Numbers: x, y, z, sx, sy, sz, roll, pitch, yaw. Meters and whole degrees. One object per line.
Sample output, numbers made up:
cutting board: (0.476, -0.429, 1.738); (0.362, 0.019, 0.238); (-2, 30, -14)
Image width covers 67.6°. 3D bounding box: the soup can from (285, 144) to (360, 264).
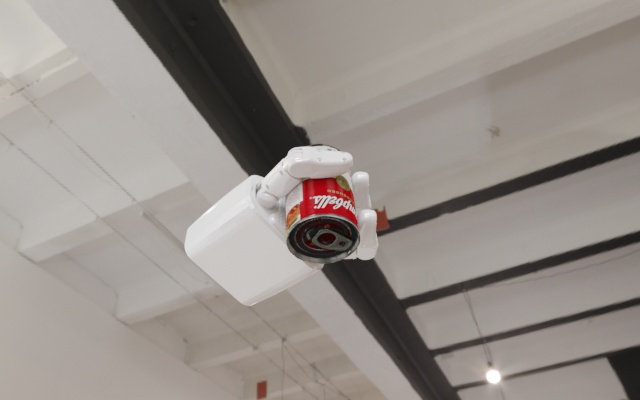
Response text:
soup can: (0.000, 0.001, 0.469); (0.068, 0.102, 0.069); (-2, -45, -2)
